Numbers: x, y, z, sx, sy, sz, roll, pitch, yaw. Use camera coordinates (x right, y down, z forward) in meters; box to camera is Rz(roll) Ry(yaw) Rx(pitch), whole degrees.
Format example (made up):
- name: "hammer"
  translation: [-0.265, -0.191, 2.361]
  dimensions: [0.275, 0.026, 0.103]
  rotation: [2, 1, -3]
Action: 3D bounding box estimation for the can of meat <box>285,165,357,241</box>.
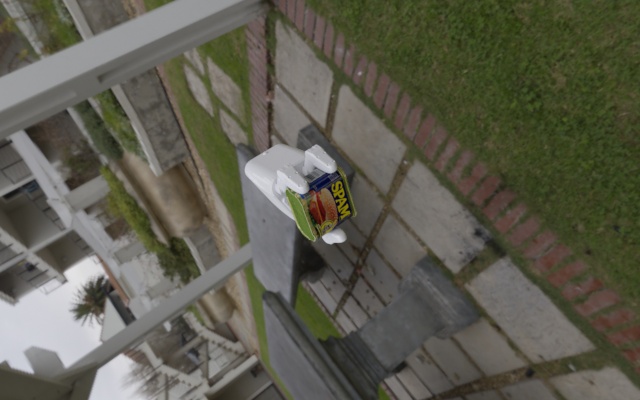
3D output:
- name: "can of meat"
  translation: [0.000, 0.003, 0.742]
  dimensions: [0.084, 0.102, 0.057]
  rotation: [-34, 38, -20]
